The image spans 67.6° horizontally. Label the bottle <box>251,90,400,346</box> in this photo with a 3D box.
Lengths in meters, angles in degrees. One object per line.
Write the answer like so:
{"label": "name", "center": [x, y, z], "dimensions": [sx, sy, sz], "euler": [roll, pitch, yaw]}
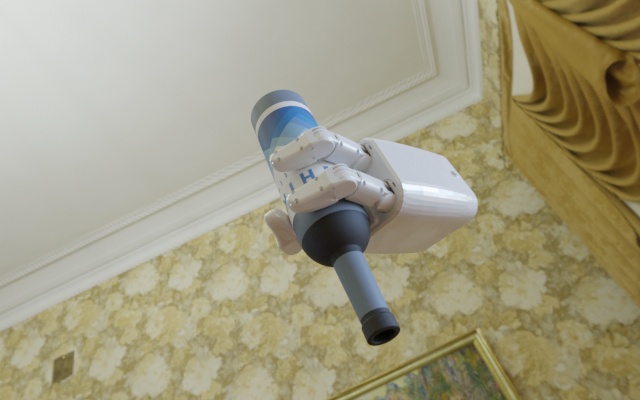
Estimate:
{"label": "bottle", "center": [0.000, 0.001, 0.454], "dimensions": [0.069, 0.069, 0.295], "euler": [0, 43, -27]}
